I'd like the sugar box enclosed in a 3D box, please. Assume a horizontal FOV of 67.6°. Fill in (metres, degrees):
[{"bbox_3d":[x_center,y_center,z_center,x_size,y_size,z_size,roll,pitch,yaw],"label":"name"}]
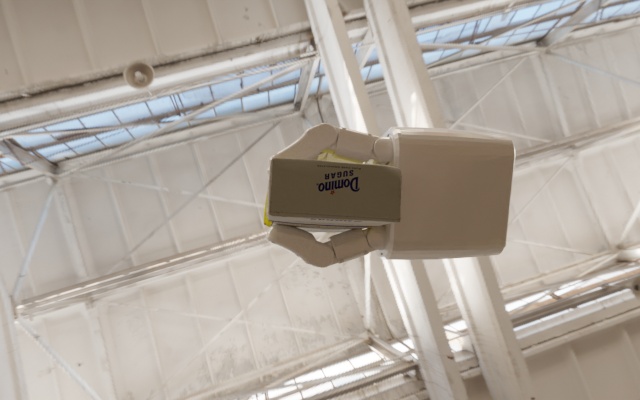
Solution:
[{"bbox_3d":[0.000,0.001,0.405,0.093,0.048,0.176,3,-8,-8],"label":"sugar box"}]
